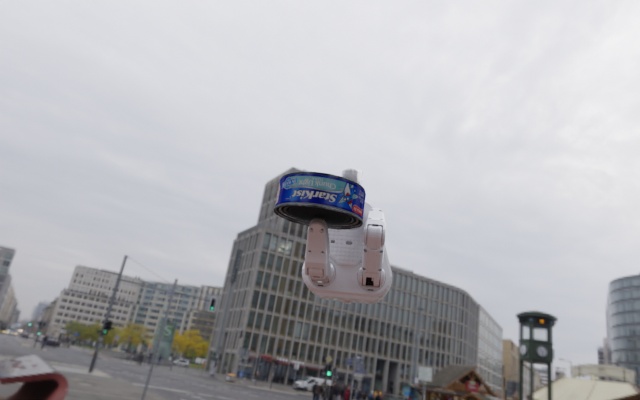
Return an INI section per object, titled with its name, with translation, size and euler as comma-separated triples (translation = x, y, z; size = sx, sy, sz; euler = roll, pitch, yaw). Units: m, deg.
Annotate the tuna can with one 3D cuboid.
[tuna can]
translation = 0.000, 0.001, 0.459
size = 0.086, 0.033, 0.086
euler = 8, -15, 2
